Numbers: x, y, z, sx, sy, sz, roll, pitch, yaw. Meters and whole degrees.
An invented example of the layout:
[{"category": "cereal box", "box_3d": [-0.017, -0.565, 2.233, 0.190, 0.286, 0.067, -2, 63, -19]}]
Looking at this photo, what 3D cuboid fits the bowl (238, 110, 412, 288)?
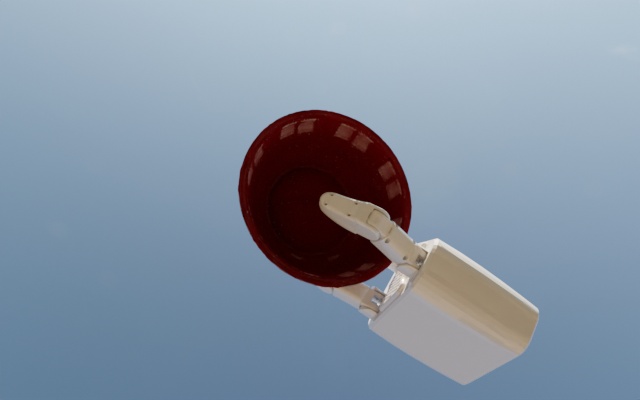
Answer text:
[{"category": "bowl", "box_3d": [-0.001, 0.001, 0.439, 0.162, 0.162, 0.055, 0, -16, -21]}]
